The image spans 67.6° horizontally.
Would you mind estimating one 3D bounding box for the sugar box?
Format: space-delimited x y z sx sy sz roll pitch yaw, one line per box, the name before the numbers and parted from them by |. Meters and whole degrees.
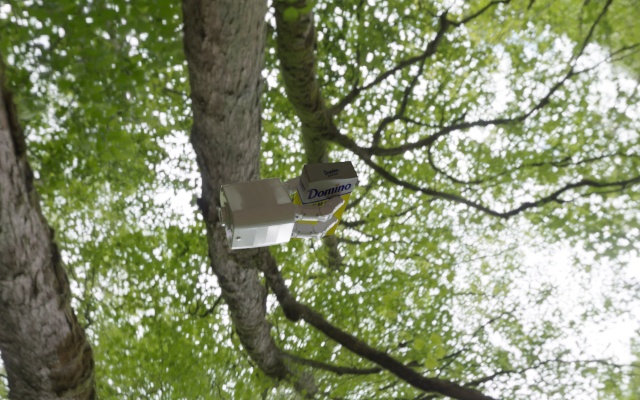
sugar box | 0.000 0.003 0.882 0.093 0.048 0.176 -7 -34 -20
